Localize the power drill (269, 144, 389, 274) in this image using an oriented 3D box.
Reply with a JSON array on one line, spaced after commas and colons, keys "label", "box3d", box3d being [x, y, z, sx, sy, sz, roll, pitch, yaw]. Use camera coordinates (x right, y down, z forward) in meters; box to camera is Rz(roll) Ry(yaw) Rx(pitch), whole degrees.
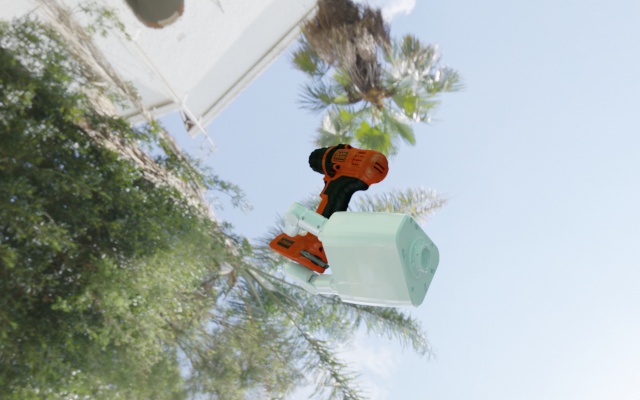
[{"label": "power drill", "box3d": [0.000, 0.003, 0.696, 0.057, 0.187, 0.184, 32, -9, -27]}]
